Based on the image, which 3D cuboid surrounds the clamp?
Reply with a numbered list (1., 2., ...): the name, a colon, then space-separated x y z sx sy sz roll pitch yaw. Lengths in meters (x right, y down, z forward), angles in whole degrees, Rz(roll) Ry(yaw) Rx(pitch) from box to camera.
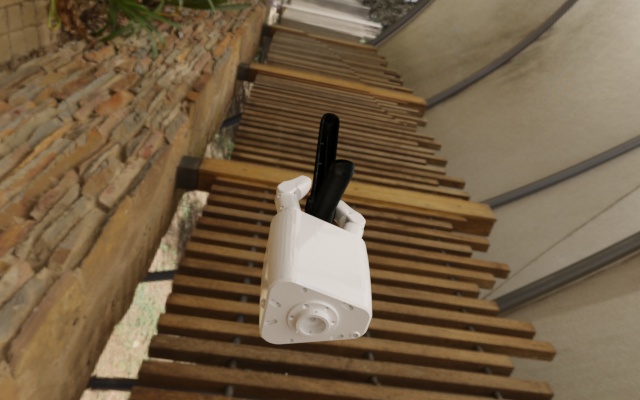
1. clamp: 0.001 0.003 0.598 0.036 0.210 0.164 9 34 -8
